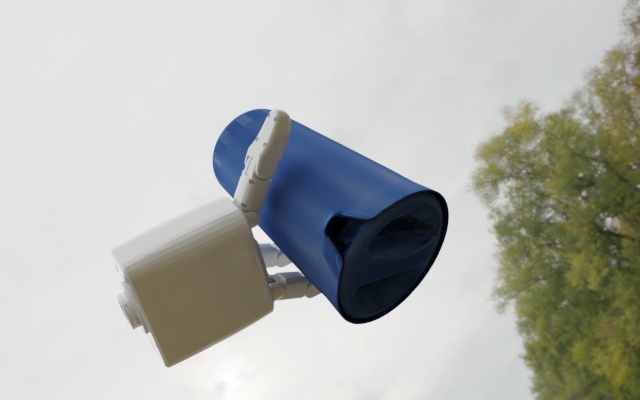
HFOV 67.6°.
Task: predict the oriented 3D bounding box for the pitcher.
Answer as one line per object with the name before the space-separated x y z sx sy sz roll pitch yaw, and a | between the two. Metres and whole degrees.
pitcher | 0.000 0.002 0.483 0.145 0.149 0.242 -26 44 -28
